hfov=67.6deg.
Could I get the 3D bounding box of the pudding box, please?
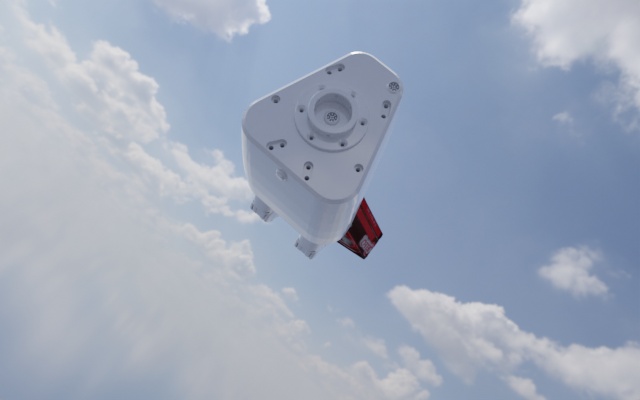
[{"bbox_3d":[0.000,0.001,0.469,0.113,0.039,0.090,32,-16,35],"label":"pudding box"}]
